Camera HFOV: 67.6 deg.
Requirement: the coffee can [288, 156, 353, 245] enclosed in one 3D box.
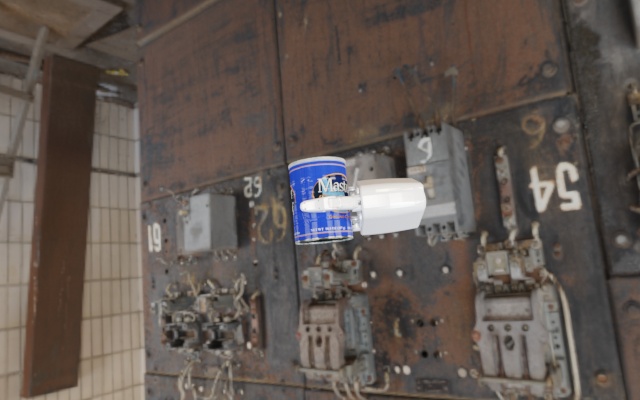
[{"bbox_3d":[0.000,0.003,0.843,0.103,0.140,0.103,-5,-9,-1],"label":"coffee can"}]
